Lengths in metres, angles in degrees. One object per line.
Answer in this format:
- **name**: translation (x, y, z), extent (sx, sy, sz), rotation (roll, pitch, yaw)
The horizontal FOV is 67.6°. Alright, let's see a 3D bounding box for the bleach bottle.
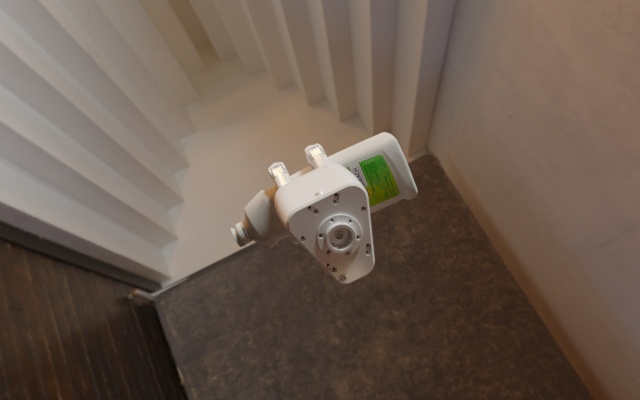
- **bleach bottle**: translation (0.000, 0.002, 0.658), extent (0.251, 0.102, 0.068), rotation (-26, 18, -3)
